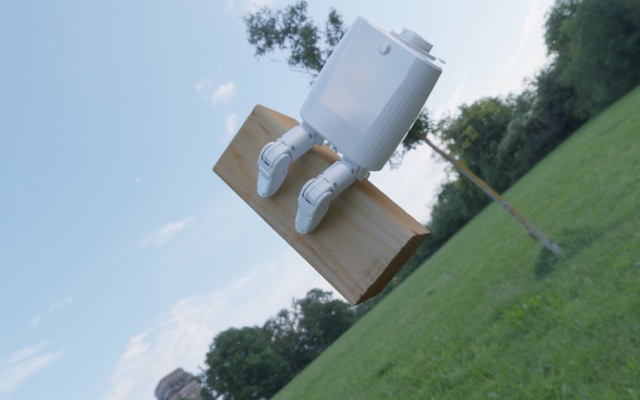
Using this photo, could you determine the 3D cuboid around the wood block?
[{"bbox_3d":[0.000,0.001,0.499,0.206,0.090,0.091,42,14,19],"label":"wood block"}]
